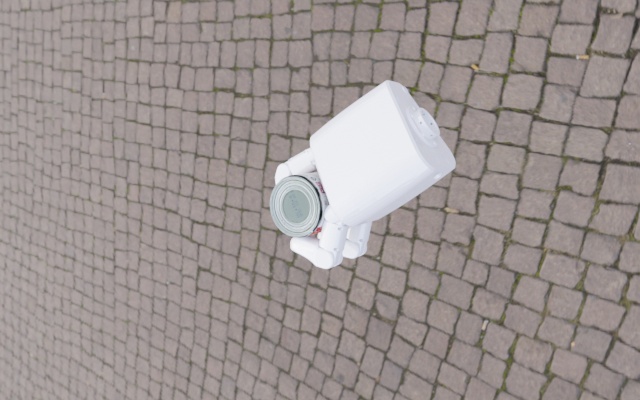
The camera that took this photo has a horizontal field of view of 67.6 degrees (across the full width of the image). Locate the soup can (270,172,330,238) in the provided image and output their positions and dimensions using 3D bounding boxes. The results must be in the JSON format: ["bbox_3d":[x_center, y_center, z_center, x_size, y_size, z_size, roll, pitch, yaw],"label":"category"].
[{"bbox_3d":[0.000,0.002,0.537,0.068,0.068,0.102,0,6,33],"label":"soup can"}]
